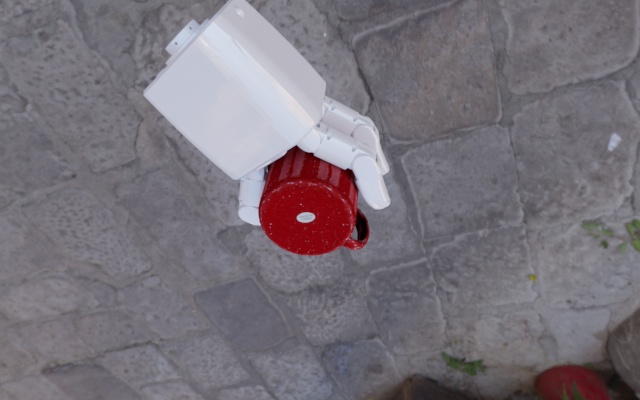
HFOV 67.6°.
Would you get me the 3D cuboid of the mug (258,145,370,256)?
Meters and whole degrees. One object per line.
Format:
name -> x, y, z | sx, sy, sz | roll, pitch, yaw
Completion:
mug -> 0.001, 0.002, 0.425 | 0.093, 0.117, 0.081 | -35, 25, 27
